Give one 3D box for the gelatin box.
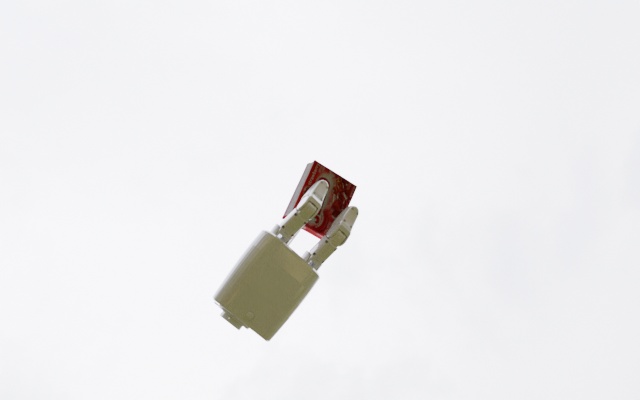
[{"bbox_3d":[0.000,0.002,0.645,0.073,0.089,0.030,30,-19,-20],"label":"gelatin box"}]
